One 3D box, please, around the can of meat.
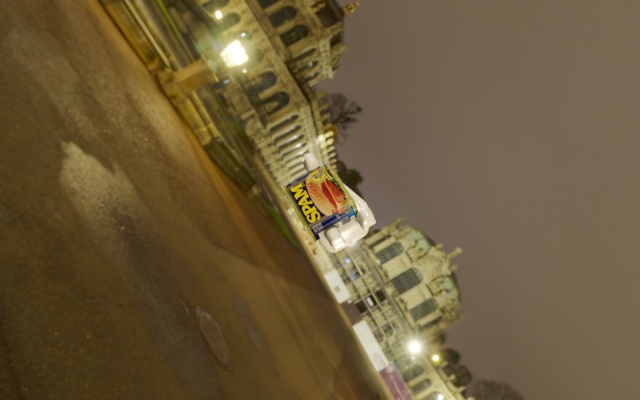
[{"bbox_3d":[0.000,0.002,0.738,0.084,0.102,0.057,-29,-25,-4],"label":"can of meat"}]
